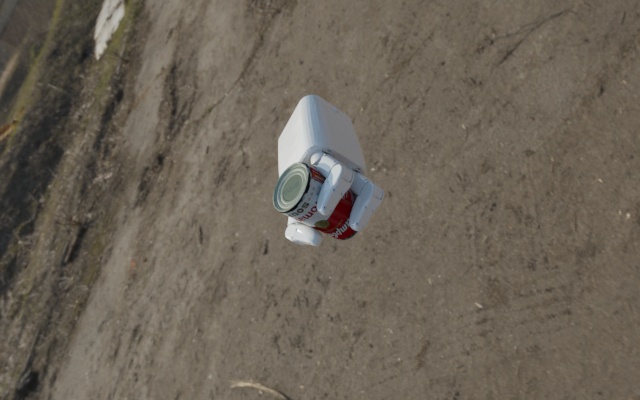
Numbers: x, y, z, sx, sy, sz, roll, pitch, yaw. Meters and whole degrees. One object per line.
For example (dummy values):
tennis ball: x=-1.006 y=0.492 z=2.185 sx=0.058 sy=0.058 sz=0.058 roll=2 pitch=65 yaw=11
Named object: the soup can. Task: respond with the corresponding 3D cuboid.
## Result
soup can: x=0.000 y=0.002 z=0.598 sx=0.102 sy=0.068 sz=0.068 roll=27 pitch=-17 yaw=-36
